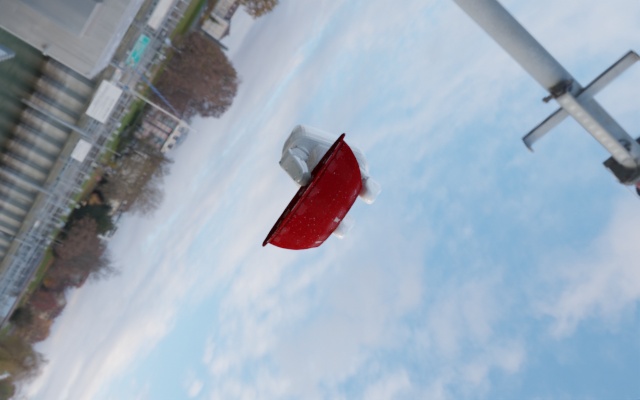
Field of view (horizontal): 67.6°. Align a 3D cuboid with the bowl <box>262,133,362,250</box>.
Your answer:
[{"bbox_3d":[0.000,0.003,0.554,0.055,0.162,0.162,36,-3,-4],"label":"bowl"}]
